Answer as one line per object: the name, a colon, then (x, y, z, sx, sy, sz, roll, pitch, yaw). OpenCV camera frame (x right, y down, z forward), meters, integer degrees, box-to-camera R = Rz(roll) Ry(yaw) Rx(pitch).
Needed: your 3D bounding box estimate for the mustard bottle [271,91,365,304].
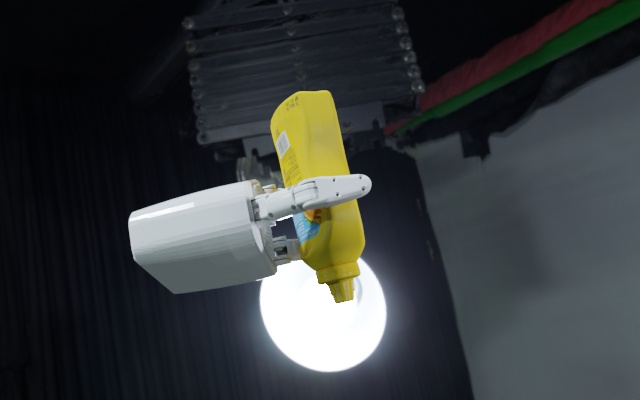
mustard bottle: (0.000, 0.001, 0.452, 0.058, 0.191, 0.096, -7, -14, -23)
